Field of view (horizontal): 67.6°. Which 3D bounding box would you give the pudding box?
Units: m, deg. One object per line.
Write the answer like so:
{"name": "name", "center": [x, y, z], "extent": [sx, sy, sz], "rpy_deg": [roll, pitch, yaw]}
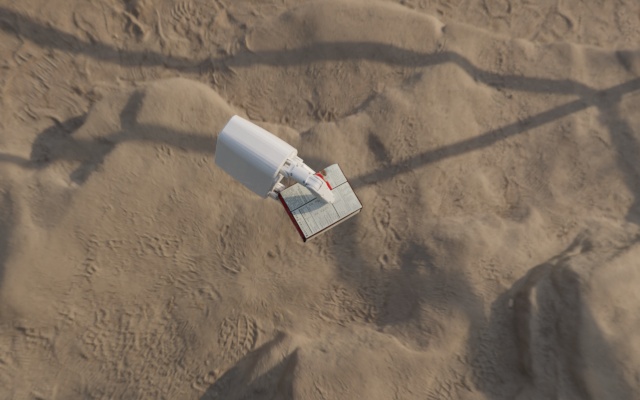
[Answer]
{"name": "pudding box", "center": [0.000, 0.002, 0.773], "extent": [0.113, 0.090, 0.039], "rpy_deg": [-28, -6, -10]}
